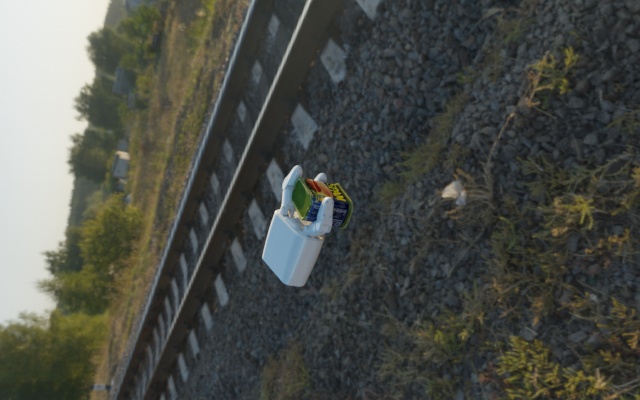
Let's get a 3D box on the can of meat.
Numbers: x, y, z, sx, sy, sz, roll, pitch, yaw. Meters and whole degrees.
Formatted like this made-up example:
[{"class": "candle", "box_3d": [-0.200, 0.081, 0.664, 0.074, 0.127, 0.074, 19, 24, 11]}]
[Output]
[{"class": "can of meat", "box_3d": [0.000, 0.003, 0.873, 0.084, 0.057, 0.102, 11, 25, -24]}]
